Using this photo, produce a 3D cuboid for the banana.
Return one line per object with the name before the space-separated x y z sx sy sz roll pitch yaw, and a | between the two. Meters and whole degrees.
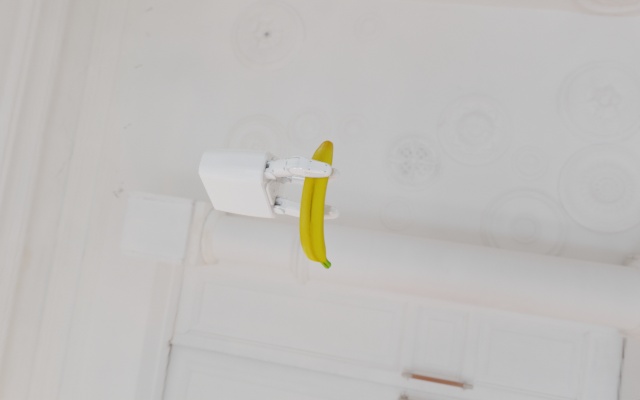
banana | -0.006 0.006 0.713 0.037 0.198 0.069 3 1 19
